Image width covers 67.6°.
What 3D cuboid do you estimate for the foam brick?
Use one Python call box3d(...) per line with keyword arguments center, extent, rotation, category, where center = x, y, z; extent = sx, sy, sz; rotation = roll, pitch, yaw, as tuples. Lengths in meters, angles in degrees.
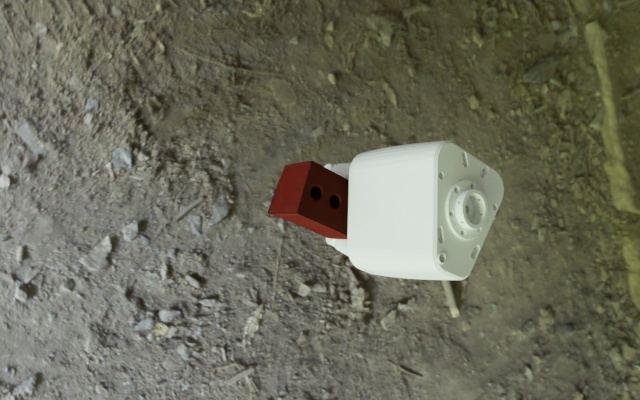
box3d(center=(0.000, 0.002, 0.465), extent=(0.078, 0.053, 0.051), rotation=(24, -15, -31), category="foam brick")
